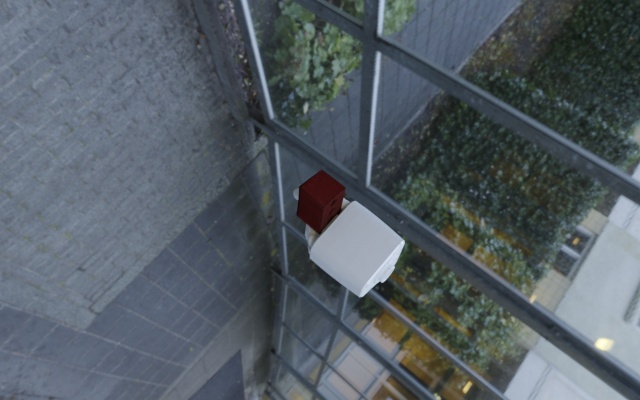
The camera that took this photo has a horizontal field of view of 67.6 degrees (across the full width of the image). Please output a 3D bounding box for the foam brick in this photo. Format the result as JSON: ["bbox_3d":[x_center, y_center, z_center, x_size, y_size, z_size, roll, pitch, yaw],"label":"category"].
[{"bbox_3d":[0.000,0.002,0.740,0.053,0.051,0.078,-40,-23,-28],"label":"foam brick"}]
